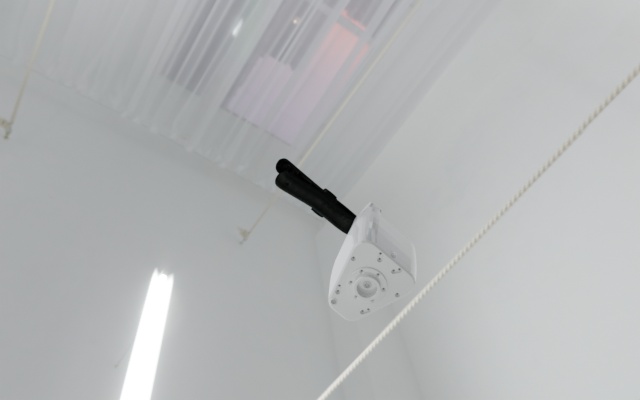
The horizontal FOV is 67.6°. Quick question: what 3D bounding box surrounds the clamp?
[{"bbox_3d":[0.000,0.003,0.679,0.171,0.039,0.120,36,15,-4],"label":"clamp"}]
